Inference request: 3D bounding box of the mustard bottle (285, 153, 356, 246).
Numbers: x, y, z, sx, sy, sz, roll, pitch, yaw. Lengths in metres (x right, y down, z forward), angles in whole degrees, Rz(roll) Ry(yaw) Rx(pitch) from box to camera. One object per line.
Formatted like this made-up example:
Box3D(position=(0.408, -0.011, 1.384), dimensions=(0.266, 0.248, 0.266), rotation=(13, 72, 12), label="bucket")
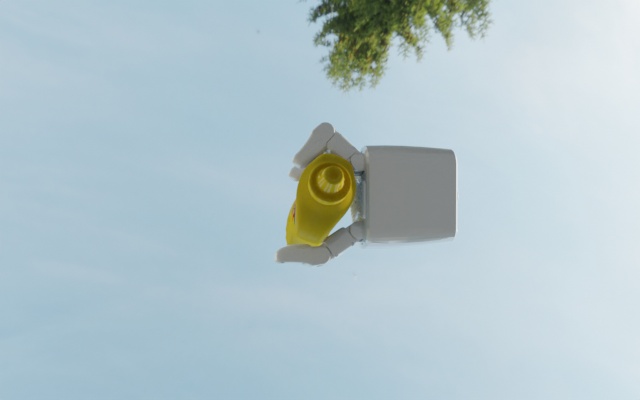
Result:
Box3D(position=(0.000, 0.002, 0.522), dimensions=(0.058, 0.096, 0.192), rotation=(23, -17, -2), label="mustard bottle")
